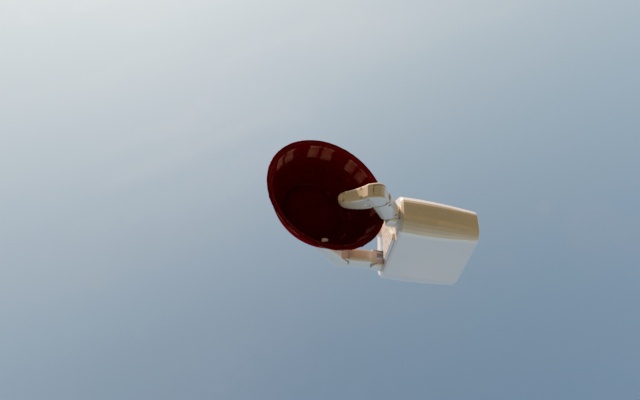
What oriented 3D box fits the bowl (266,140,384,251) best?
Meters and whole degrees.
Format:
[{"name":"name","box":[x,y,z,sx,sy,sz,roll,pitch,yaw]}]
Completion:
[{"name":"bowl","box":[-0.001,0.002,0.613,0.162,0.162,0.055,0,-31,-28]}]
